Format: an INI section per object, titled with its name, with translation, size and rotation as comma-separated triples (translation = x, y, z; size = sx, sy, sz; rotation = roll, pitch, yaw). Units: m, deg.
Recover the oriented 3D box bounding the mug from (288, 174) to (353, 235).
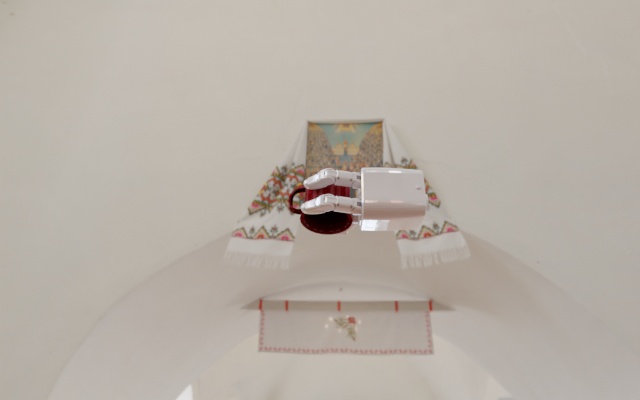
[mug]
translation = -0.001, 0.003, 0.864
size = 0.117, 0.081, 0.093
rotation = 2, -36, 2
